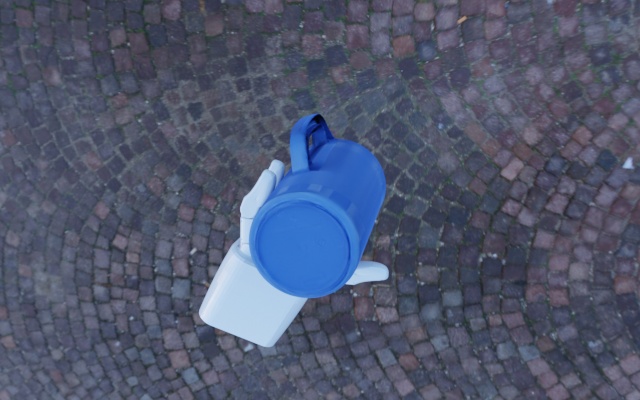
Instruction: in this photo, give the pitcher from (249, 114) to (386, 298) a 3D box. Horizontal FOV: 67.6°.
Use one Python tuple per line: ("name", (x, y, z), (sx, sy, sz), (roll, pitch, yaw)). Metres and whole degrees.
("pitcher", (0.000, 0.002, 0.550), (0.149, 0.145, 0.242), (32, 19, 0))
